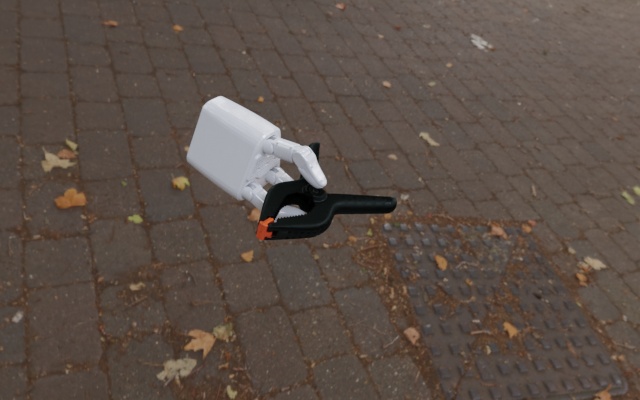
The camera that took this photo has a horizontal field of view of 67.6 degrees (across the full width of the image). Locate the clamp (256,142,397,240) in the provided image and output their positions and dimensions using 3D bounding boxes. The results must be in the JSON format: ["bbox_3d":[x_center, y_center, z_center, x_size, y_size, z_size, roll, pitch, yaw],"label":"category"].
[{"bbox_3d":[0.000,0.002,0.647,0.164,0.036,0.210,32,42,16],"label":"clamp"}]
